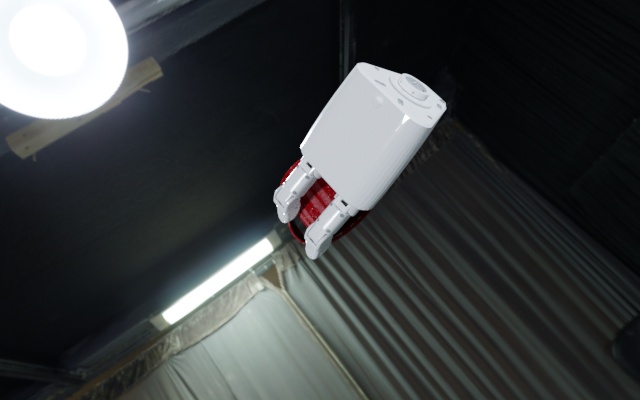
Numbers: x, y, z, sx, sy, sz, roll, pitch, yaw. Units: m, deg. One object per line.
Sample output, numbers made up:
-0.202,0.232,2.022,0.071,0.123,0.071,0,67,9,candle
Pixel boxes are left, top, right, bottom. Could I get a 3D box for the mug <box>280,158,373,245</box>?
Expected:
-0.001,0.003,0.569,0.093,0.081,0.117,-12,-34,-52,mug
